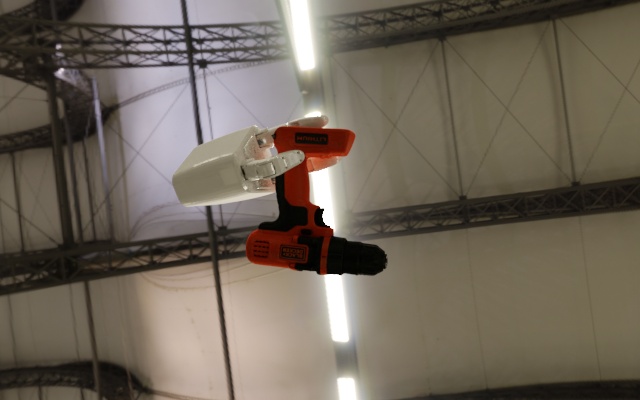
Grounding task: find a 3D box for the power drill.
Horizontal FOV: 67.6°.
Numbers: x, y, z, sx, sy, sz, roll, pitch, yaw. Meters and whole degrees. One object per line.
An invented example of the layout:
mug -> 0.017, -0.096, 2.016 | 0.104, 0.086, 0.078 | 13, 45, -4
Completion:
power drill -> 0.000, 0.002, 0.618 | 0.184, 0.187, 0.057 | 5, -2, 7
